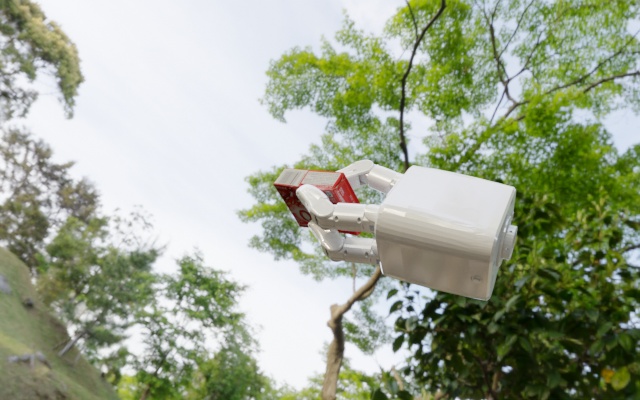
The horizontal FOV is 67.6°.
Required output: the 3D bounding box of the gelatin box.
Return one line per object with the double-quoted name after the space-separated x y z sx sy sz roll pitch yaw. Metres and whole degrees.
0.000 0.001 0.535 0.089 0.030 0.073 7 -40 39 "gelatin box"
